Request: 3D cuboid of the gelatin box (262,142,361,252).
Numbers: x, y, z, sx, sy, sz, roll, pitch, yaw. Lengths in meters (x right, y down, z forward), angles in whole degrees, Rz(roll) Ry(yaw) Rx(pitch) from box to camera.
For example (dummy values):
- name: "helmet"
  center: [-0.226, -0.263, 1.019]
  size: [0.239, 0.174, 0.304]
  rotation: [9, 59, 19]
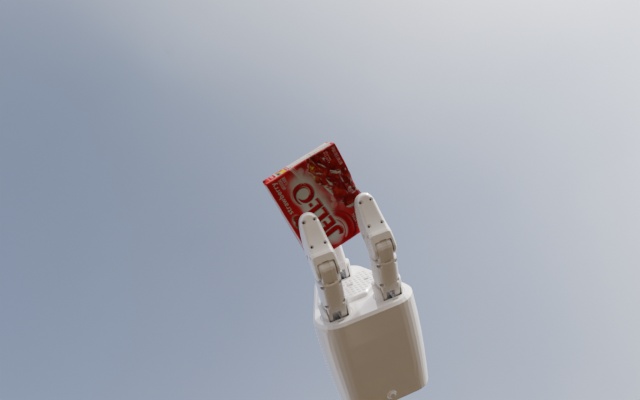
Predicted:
- name: "gelatin box"
  center: [0.000, 0.001, 0.445]
  size: [0.073, 0.089, 0.030]
  rotation: [-32, 15, -8]
